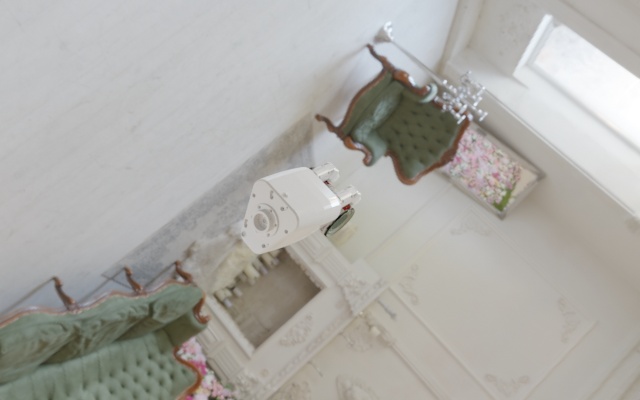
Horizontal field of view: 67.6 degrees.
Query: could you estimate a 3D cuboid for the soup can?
[{"bbox_3d":[0.001,0.003,0.801,0.102,0.068,0.068,47,17,17],"label":"soup can"}]
